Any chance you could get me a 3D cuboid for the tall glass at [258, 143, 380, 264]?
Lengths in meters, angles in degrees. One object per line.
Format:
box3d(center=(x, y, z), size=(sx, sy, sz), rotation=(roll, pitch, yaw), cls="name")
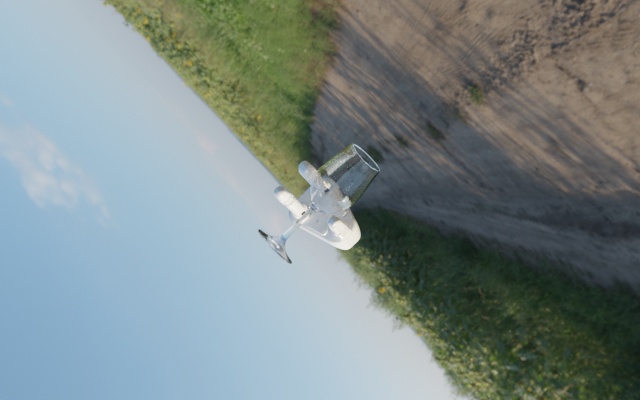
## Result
box3d(center=(0.000, 0.003, 0.741), size=(0.201, 0.079, 0.079), rotation=(-44, 1, -1), cls="tall glass")
